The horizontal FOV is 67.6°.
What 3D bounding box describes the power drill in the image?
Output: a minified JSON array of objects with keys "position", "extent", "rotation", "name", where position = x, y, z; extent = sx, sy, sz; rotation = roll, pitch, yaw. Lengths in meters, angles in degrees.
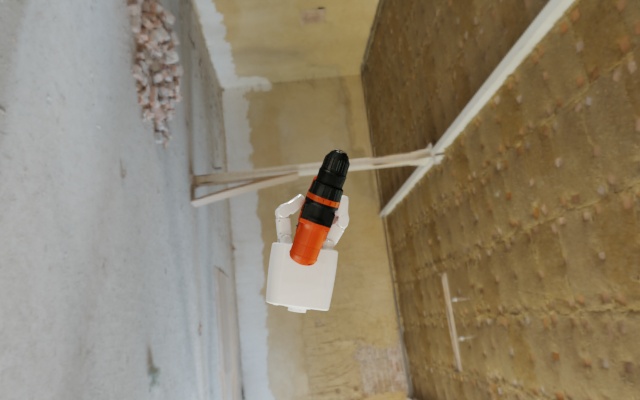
[{"position":[0.000,0.003,0.792],"extent":[0.057,0.184,0.187],"rotation":[21,7,0],"name":"power drill"}]
